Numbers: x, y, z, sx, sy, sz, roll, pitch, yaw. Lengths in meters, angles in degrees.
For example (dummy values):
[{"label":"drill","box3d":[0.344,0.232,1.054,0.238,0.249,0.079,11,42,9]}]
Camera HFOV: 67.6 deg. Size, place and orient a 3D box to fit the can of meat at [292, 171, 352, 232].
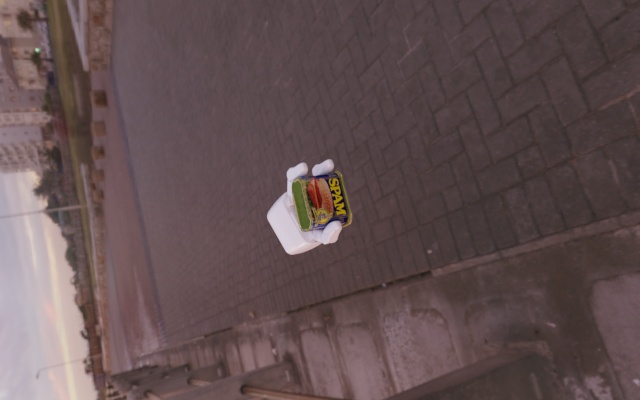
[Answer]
[{"label":"can of meat","box3d":[0.000,0.003,0.862,0.084,0.102,0.057,-8,-11,-27]}]
